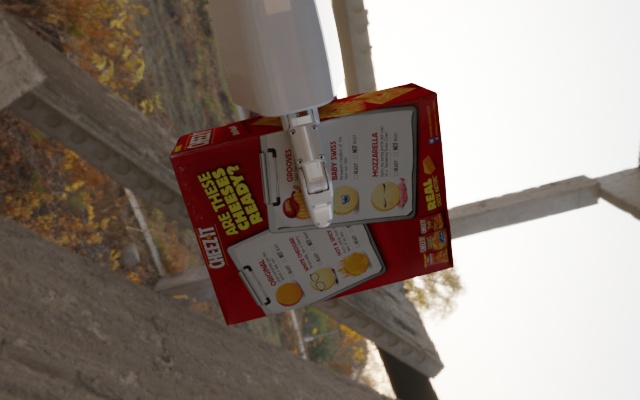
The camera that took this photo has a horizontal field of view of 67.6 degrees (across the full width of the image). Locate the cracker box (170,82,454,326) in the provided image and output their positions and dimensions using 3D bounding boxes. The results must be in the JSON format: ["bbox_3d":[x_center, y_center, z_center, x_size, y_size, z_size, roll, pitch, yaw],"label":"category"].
[{"bbox_3d":[0.000,0.001,0.423,0.213,0.164,0.072,-14,23,-4],"label":"cracker box"}]
